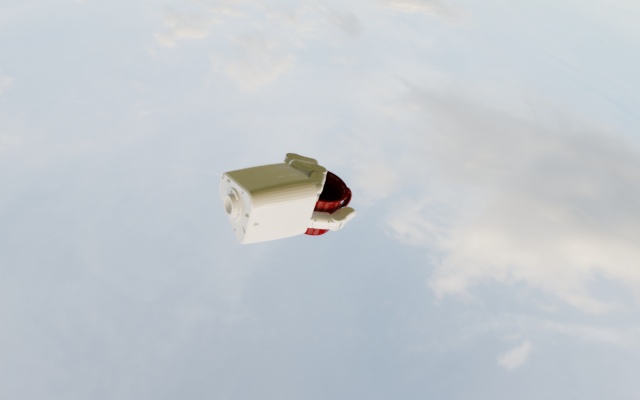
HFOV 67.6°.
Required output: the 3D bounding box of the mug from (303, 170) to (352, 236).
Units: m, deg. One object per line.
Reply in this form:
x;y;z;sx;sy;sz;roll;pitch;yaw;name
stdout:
0.001;0.003;0.804;0.117;0.081;0.093;-8;45;-33;mug
